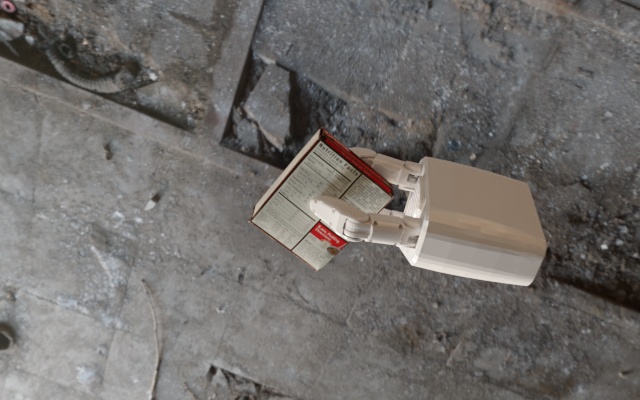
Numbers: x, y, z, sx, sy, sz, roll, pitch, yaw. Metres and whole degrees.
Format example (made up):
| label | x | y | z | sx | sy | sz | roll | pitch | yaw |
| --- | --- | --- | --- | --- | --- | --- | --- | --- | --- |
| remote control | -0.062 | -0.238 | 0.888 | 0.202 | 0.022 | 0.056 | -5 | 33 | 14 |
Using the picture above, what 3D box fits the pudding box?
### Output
| label | x | y | z | sx | sy | sz | roll | pitch | yaw |
| --- | --- | --- | --- | --- | --- | --- | --- | --- | --- |
| pudding box | 0.000 | 0.002 | 0.456 | 0.090 | 0.113 | 0.039 | 38 | 20 | -11 |
